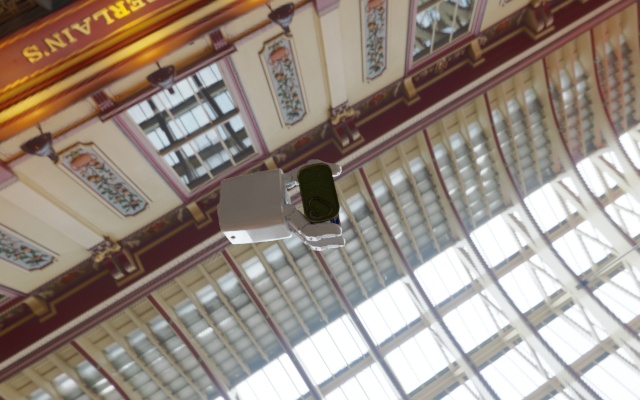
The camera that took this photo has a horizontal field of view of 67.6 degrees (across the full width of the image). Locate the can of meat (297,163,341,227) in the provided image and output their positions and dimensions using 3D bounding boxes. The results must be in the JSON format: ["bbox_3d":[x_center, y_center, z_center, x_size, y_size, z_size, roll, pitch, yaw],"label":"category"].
[{"bbox_3d":[0.000,0.003,0.798,0.057,0.102,0.084,-12,-25,0],"label":"can of meat"}]
